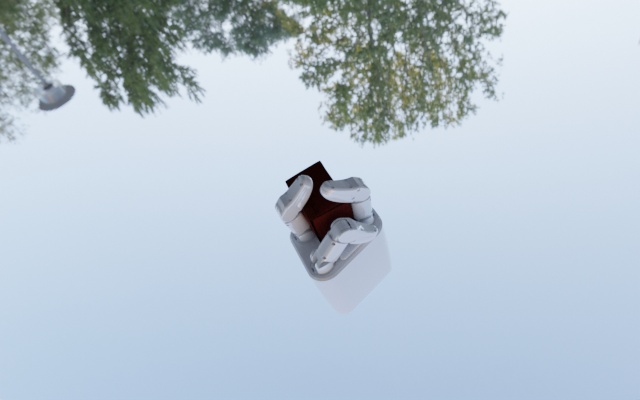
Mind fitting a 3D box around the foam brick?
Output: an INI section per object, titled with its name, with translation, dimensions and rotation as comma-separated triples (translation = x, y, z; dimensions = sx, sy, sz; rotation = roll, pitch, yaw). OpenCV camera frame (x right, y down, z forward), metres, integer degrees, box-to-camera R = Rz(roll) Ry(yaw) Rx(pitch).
[foam brick]
translation = 0.000, 0.002, 0.582
dimensions = 0.053, 0.078, 0.051
rotation = -29, -41, -4
